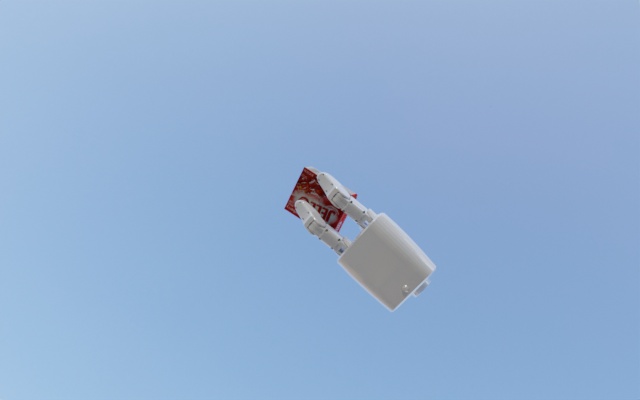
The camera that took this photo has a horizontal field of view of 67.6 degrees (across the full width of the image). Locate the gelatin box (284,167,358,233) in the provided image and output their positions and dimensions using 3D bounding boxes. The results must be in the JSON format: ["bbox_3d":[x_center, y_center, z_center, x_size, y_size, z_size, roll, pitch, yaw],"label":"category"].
[{"bbox_3d":[0.000,0.002,0.706,0.089,0.073,0.030,33,18,19],"label":"gelatin box"}]
